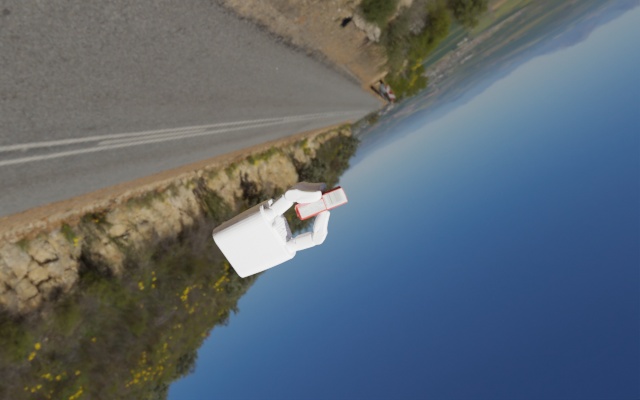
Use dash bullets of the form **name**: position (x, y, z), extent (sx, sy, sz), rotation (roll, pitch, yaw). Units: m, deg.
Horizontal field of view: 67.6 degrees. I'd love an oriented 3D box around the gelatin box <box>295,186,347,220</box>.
- **gelatin box**: position (0.001, 0.003, 0.845), extent (0.089, 0.030, 0.073), rotation (-22, 4, 1)
